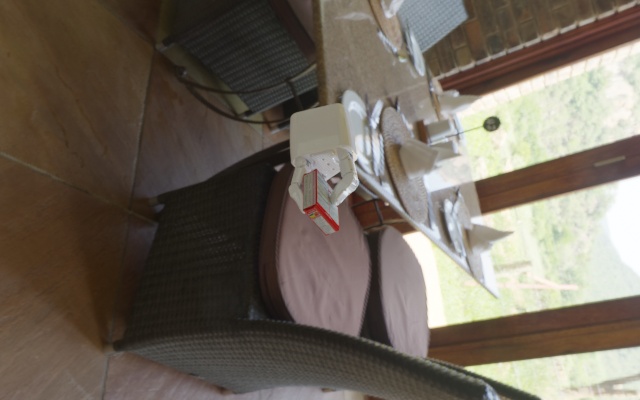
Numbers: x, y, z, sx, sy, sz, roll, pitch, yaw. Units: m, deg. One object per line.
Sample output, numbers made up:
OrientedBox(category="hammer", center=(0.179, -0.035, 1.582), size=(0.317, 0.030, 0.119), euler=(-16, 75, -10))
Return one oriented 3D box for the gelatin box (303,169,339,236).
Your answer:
OrientedBox(category="gelatin box", center=(0.001, 0.003, 0.801), size=(0.030, 0.089, 0.073), euler=(-24, -49, 20))
